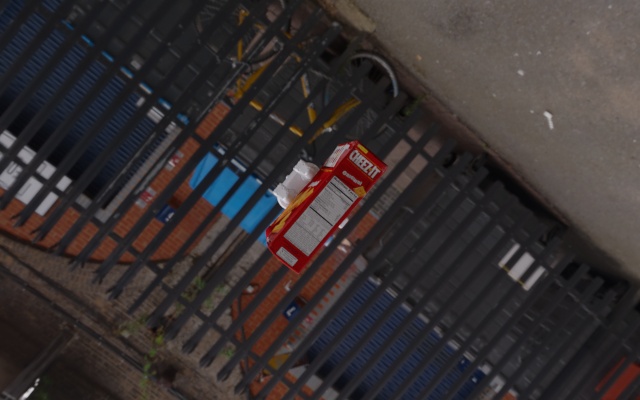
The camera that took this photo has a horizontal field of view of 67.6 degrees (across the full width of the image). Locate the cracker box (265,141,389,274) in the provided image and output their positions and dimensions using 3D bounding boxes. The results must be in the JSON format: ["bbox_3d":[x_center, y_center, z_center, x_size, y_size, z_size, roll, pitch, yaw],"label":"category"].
[{"bbox_3d":[0.000,0.003,0.785,0.072,0.213,0.164,40,-1,-9],"label":"cracker box"}]
